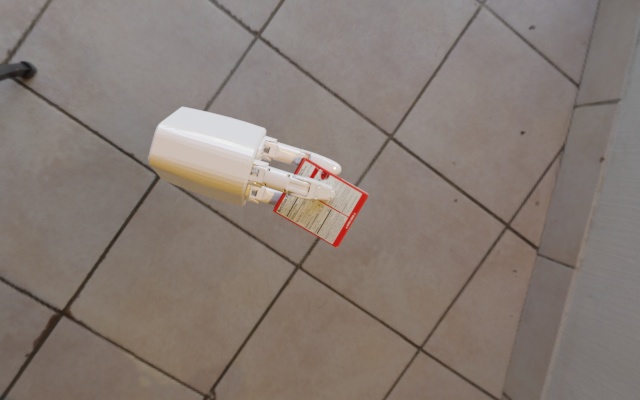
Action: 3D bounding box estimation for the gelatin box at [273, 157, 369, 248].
[{"bbox_3d":[0.000,0.002,0.561,0.089,0.073,0.030,30,4,-3],"label":"gelatin box"}]
